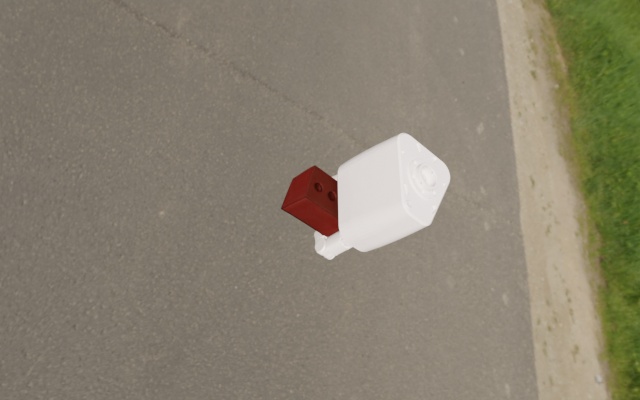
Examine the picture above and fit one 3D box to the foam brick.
[{"bbox_3d":[0.000,0.002,0.614,0.078,0.053,0.051,33,-36,-24],"label":"foam brick"}]
